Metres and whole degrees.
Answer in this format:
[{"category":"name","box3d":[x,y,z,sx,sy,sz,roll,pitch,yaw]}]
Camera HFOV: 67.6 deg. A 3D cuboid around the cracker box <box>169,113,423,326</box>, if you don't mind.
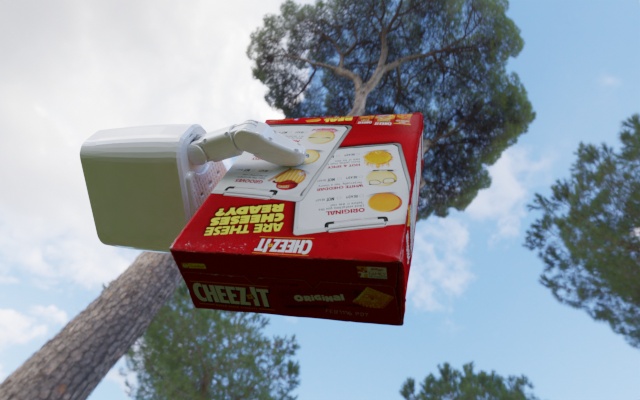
[{"category":"cracker box","box3d":[0.000,0.001,0.412,0.164,0.072,0.213,1,35,16]}]
